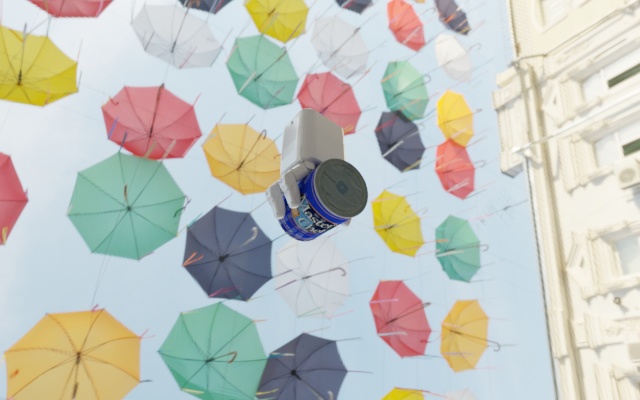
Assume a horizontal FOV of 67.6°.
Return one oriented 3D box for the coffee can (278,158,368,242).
[{"bbox_3d":[0.000,0.003,0.824,0.103,0.102,0.140,0,-20,-33],"label":"coffee can"}]
